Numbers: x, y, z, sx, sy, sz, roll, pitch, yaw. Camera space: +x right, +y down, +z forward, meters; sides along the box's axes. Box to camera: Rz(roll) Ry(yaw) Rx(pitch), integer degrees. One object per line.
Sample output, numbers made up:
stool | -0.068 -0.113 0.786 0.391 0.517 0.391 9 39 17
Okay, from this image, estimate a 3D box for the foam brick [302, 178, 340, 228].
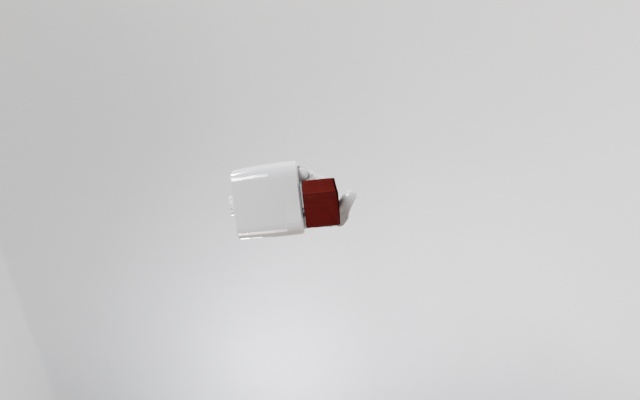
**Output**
foam brick | 0.000 0.002 0.713 0.051 0.053 0.078 -6 17 -1
